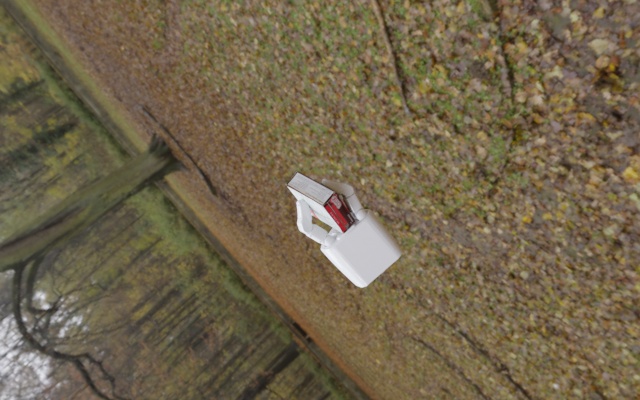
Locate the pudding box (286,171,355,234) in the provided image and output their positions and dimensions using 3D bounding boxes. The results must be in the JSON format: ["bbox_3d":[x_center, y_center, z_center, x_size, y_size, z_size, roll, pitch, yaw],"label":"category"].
[{"bbox_3d":[0.000,0.003,0.859,0.113,0.039,0.090,27,-19,43],"label":"pudding box"}]
